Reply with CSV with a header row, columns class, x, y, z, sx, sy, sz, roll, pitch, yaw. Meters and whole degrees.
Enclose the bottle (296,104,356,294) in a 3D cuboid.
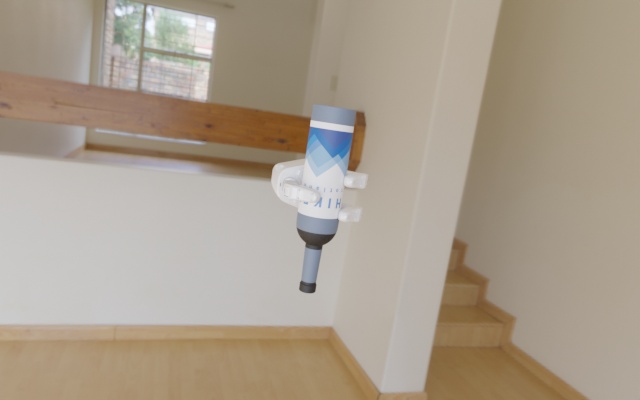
class,x,y,z,sx,sy,sz,roll,pitch,yaw
bottle,0.000,0.002,0.748,0.069,0.296,0.069,8,10,-1
